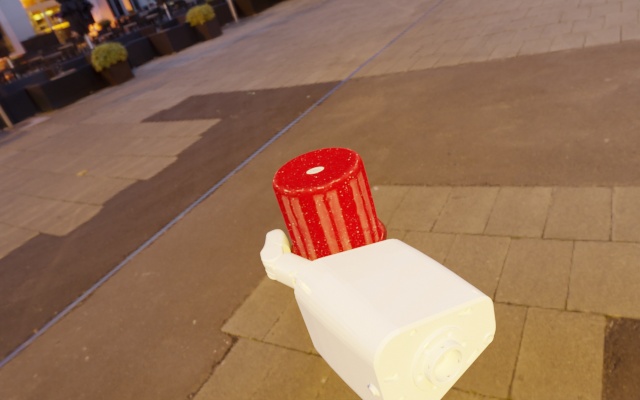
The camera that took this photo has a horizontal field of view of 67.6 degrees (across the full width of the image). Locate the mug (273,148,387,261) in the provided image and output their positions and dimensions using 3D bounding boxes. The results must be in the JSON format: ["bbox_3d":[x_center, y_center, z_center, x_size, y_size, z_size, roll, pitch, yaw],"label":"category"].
[{"bbox_3d":[-0.001,0.001,0.441,0.093,0.081,0.117,-29,31,-21],"label":"mug"}]
